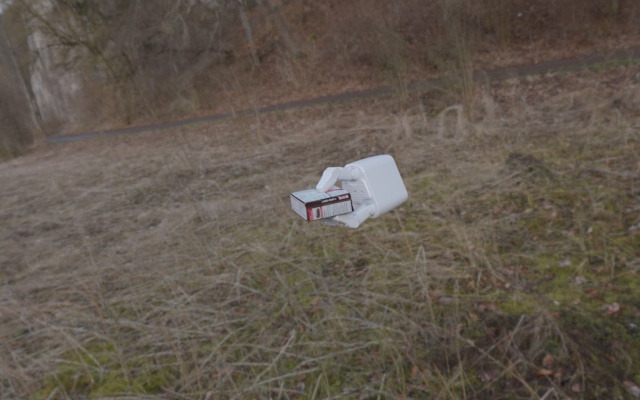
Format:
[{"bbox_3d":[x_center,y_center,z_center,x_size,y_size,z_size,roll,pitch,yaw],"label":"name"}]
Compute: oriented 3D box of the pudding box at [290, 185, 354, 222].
[{"bbox_3d":[0.000,0.003,0.882,0.090,0.039,0.113,-13,12,-14],"label":"pudding box"}]
